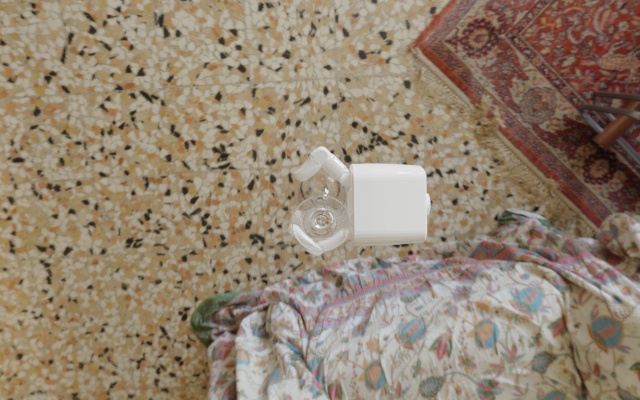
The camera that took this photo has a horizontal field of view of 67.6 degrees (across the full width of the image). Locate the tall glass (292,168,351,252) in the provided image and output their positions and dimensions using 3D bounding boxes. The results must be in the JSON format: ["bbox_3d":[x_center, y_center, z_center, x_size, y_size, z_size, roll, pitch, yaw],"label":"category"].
[{"bbox_3d":[0.000,0.002,0.690,0.079,0.079,0.201,0,16,-1],"label":"tall glass"}]
